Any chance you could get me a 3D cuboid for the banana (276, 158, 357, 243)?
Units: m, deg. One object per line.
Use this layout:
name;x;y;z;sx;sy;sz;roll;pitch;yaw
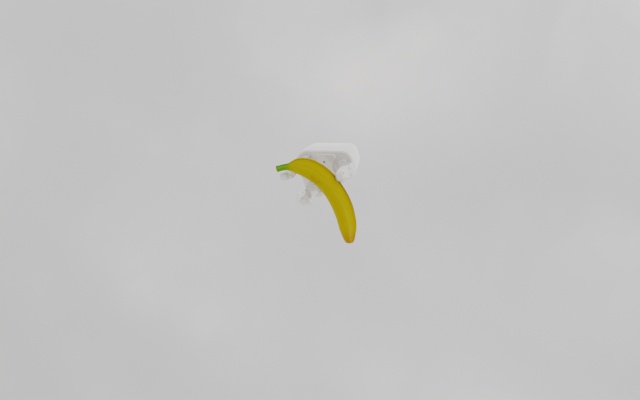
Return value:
banana;0.011;-0.011;0.864;0.069;0.198;0.037;-42;7;16
